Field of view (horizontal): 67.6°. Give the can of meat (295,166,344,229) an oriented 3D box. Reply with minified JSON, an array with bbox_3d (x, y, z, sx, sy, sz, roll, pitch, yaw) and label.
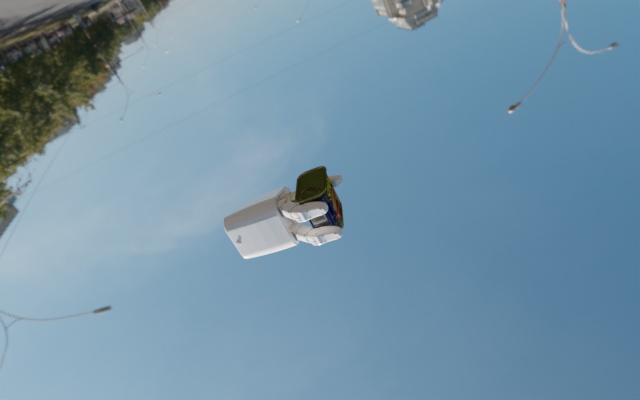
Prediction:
[{"bbox_3d":[0.000,0.003,0.829,0.057,0.084,0.102,-21,29,12],"label":"can of meat"}]
